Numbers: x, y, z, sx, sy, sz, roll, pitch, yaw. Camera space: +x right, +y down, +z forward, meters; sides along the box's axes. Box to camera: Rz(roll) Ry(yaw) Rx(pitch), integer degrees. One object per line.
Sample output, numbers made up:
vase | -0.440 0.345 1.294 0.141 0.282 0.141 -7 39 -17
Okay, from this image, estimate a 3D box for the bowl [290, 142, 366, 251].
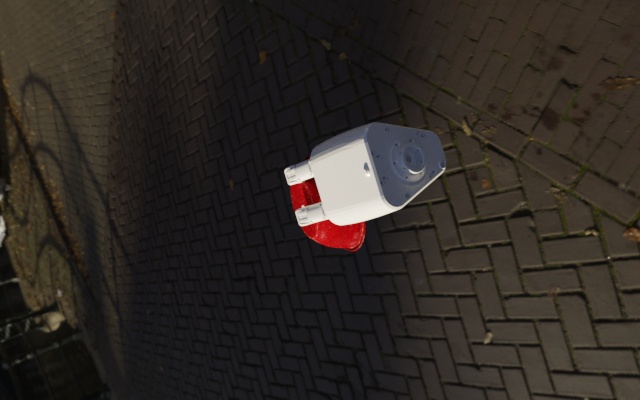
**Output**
bowl | -0.001 0.003 0.676 0.055 0.162 0.162 -17 6 -20
